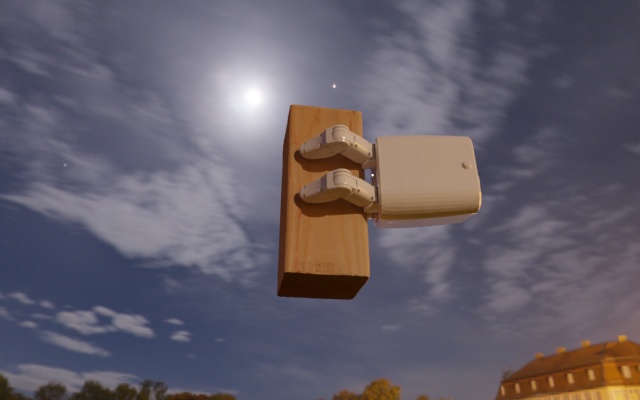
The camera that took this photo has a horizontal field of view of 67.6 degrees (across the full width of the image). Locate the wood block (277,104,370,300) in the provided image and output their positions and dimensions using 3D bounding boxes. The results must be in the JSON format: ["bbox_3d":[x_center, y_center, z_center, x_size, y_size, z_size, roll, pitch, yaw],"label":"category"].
[{"bbox_3d":[0.000,0.002,0.556,0.090,0.206,0.091,4,-28,-8],"label":"wood block"}]
